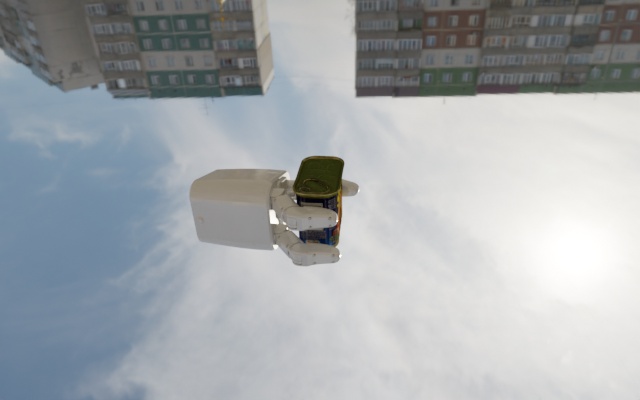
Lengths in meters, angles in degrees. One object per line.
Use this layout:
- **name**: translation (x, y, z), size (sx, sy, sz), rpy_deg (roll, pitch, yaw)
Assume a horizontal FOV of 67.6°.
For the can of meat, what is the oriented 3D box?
- **can of meat**: translation (0.000, 0.002, 0.616), size (0.057, 0.084, 0.102), rpy_deg (2, 32, 7)
